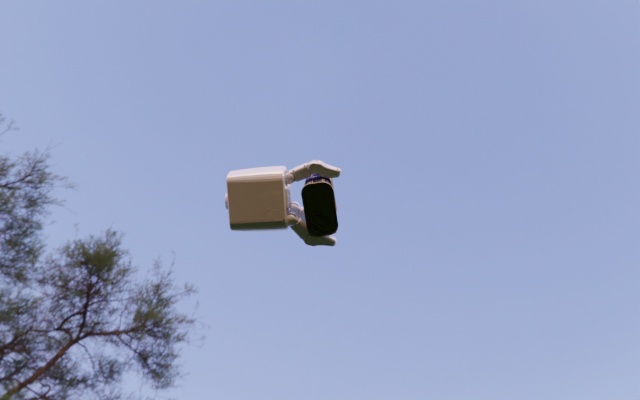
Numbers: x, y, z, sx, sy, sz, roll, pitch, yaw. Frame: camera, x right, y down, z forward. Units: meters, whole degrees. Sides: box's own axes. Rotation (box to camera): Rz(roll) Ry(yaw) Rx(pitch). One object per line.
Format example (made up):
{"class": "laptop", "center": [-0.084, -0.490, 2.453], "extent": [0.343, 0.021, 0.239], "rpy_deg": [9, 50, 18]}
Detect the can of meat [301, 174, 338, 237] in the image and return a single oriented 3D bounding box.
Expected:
{"class": "can of meat", "center": [0.000, 0.003, 0.880], "extent": [0.057, 0.102, 0.084], "rpy_deg": [-7, 19, 4]}
